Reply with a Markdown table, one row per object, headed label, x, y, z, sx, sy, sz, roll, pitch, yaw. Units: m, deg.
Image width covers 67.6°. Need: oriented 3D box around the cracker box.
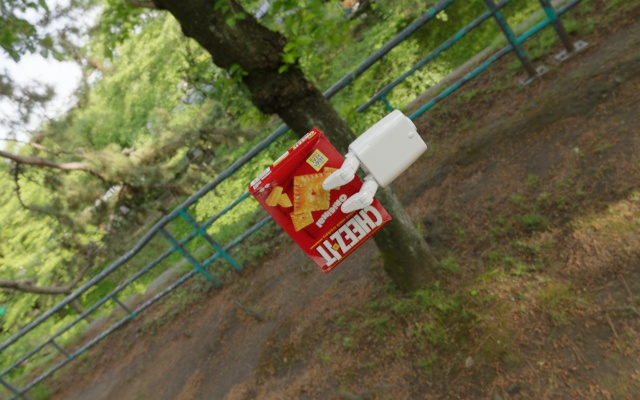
| label | x | y | z | sx | sy | sz | roll | pitch | yaw |
| --- | --- | --- | --- | --- | --- | --- | --- | --- | --- |
| cracker box | 0.000 | 0.003 | 0.867 | 0.164 | 0.214 | 0.072 | -40 | 19 | 2 |
